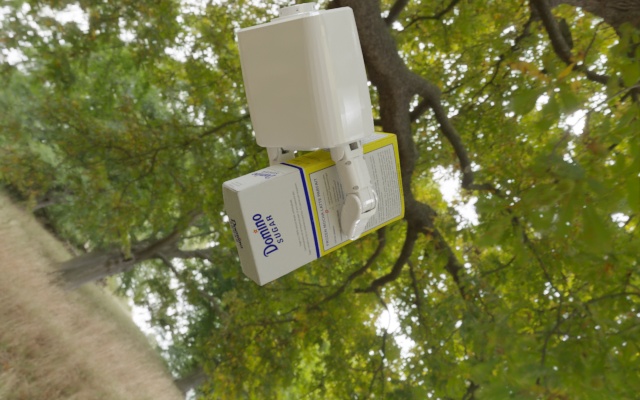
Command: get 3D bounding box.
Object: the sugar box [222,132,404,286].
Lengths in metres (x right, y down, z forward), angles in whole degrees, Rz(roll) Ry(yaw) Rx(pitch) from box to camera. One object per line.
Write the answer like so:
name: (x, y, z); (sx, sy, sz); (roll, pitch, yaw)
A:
sugar box: (0.000, 0.001, 0.459); (0.176, 0.093, 0.048); (-20, 22, -26)
